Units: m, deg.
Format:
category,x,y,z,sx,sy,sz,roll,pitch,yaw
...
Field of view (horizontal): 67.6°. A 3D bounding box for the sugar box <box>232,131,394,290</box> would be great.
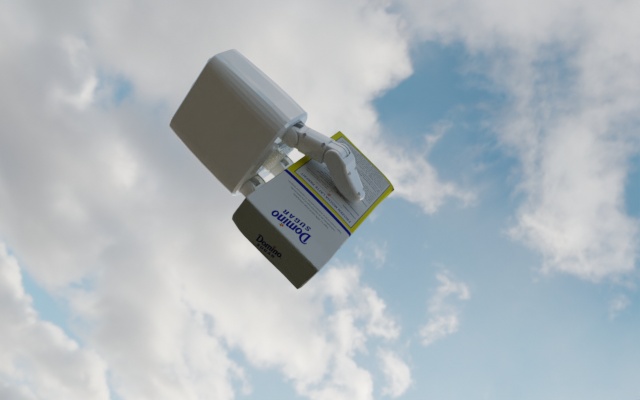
category,x,y,z,sx,sy,sz,roll,pitch,yaw
sugar box,0.000,0.002,0.487,0.176,0.093,0.048,-41,-5,-46
